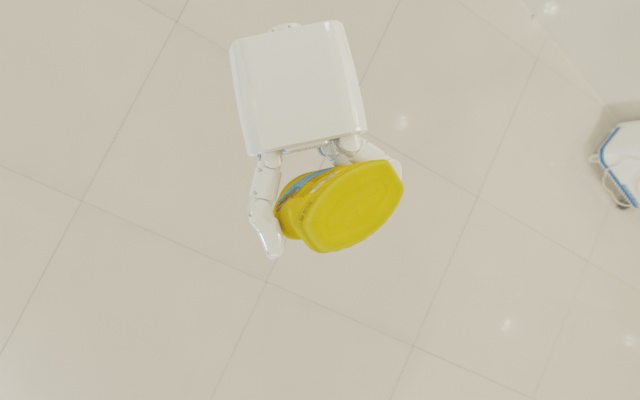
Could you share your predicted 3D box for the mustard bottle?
[{"bbox_3d":[0.000,0.002,0.475,0.096,0.058,0.191,-39,12,-13],"label":"mustard bottle"}]
